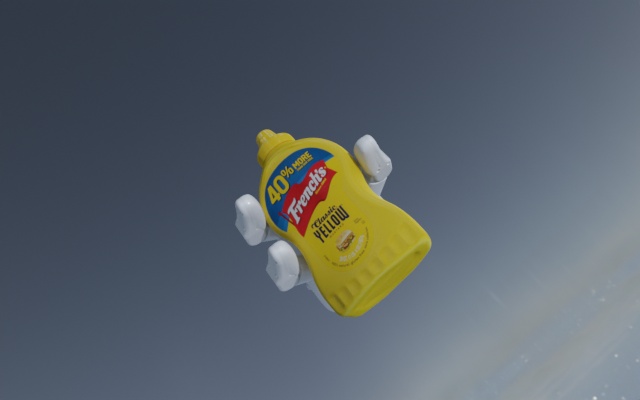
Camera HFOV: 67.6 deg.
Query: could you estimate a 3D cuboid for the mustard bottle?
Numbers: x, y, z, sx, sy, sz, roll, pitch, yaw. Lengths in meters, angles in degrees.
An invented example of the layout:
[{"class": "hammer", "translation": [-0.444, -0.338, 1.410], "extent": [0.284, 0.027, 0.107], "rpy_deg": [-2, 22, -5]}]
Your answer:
[{"class": "mustard bottle", "translation": [0.000, 0.001, 0.423], "extent": [0.191, 0.096, 0.058], "rpy_deg": [49, 13, 28]}]
